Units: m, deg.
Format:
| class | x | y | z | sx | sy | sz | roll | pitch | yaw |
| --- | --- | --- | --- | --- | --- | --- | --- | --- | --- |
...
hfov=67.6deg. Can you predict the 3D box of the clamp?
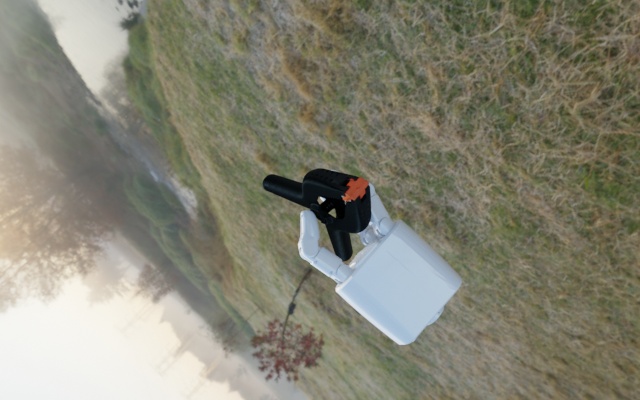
| class | x | y | z | sx | sy | sz | roll | pitch | yaw |
| --- | --- | --- | --- | --- | --- | --- | --- | --- | --- |
| clamp | 0.000 | 0.003 | 0.594 | 0.164 | 0.036 | 0.210 | 41 | -21 | 1 |
